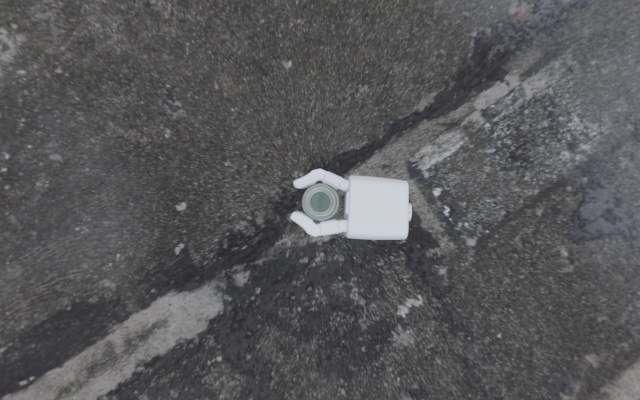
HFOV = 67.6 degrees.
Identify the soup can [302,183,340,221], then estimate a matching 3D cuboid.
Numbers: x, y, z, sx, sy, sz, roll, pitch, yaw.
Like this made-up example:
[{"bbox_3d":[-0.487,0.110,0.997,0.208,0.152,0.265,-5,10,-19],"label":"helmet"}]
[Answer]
[{"bbox_3d":[0.000,0.003,0.874,0.068,0.068,0.102,0,0,-1],"label":"soup can"}]
